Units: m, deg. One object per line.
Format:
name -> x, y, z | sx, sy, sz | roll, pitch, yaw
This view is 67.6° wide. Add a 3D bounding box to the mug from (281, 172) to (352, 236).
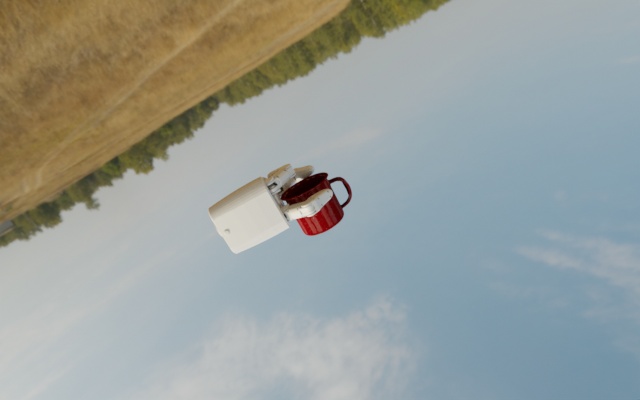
mug -> 0.002, 0.002, 0.839 | 0.117, 0.081, 0.093 | -28, 17, 2
